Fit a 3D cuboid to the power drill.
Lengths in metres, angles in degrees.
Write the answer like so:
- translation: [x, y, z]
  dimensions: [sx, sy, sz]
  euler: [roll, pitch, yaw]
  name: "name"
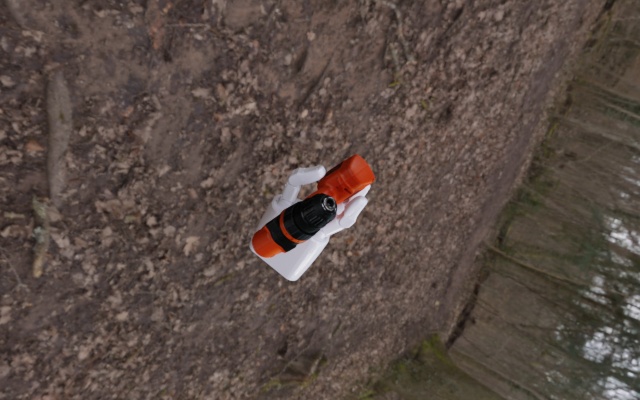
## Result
- translation: [0.000, 0.002, 0.698]
  dimensions: [0.187, 0.057, 0.184]
  euler: [-38, 5, -41]
  name: "power drill"
